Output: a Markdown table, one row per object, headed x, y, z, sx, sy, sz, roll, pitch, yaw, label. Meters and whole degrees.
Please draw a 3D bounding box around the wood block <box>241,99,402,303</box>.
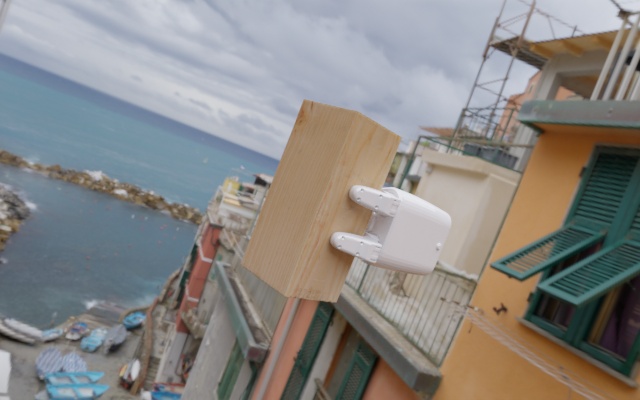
| x | y | z | sx | sy | sz | roll | pitch | yaw | label |
| --- | --- | --- | --- | --- | --- | --- | --- | --- | --- |
| 0.000 | 0.002 | 0.552 | 0.090 | 0.206 | 0.091 | 18 | 4 | -46 | wood block |
